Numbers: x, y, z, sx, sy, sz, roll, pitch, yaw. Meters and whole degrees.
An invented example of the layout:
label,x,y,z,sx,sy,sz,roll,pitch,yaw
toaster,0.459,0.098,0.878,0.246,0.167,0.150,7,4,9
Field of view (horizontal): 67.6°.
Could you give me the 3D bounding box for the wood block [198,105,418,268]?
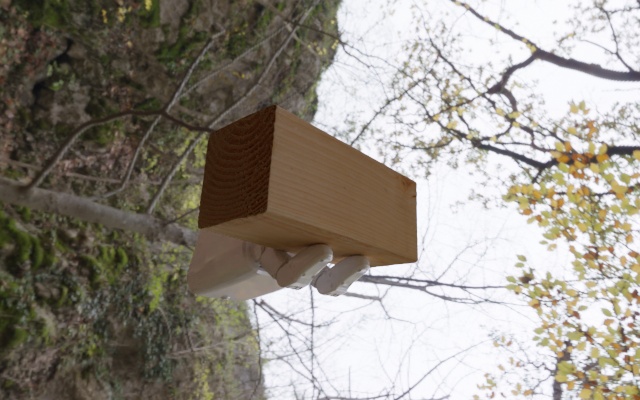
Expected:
label,x,y,z,sx,sy,sz,roll,pitch,yaw
wood block,0.000,0.001,0.453,0.090,0.090,0.206,-14,-24,40
